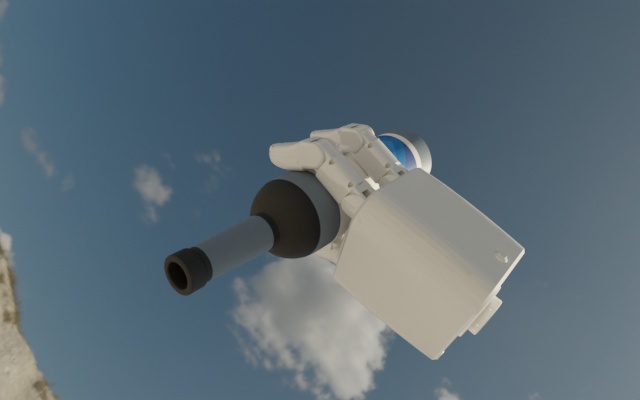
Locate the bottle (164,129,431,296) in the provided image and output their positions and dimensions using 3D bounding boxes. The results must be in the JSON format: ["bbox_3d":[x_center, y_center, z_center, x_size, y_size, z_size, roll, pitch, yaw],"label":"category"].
[{"bbox_3d":[0.000,0.001,0.402,0.069,0.069,0.295,0,18,39],"label":"bottle"}]
